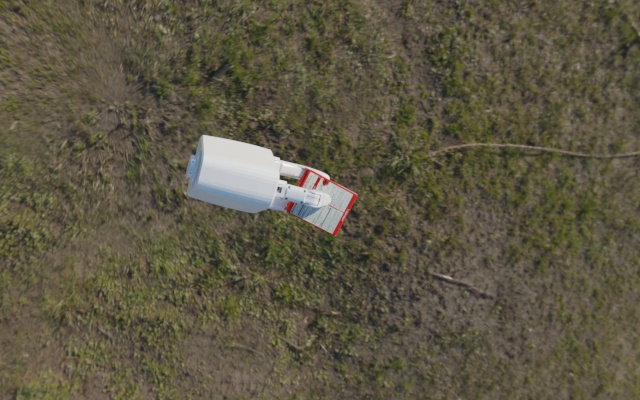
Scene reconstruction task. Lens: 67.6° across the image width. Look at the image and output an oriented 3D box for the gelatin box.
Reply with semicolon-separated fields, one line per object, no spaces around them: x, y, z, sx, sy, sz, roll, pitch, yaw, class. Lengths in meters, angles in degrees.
0.001;0.003;0.727;0.089;0.073;0.030;27;1;-17;gelatin box
